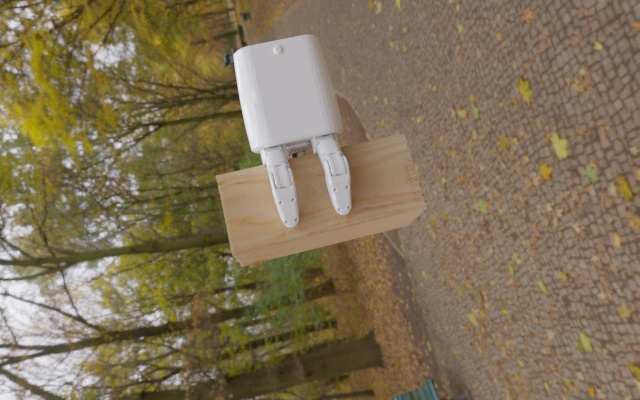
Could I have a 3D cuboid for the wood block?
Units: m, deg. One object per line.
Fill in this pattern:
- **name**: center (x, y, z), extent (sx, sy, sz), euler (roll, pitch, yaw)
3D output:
- **wood block**: center (0.000, 0.001, 0.537), extent (0.206, 0.090, 0.091), euler (-13, -13, -6)
